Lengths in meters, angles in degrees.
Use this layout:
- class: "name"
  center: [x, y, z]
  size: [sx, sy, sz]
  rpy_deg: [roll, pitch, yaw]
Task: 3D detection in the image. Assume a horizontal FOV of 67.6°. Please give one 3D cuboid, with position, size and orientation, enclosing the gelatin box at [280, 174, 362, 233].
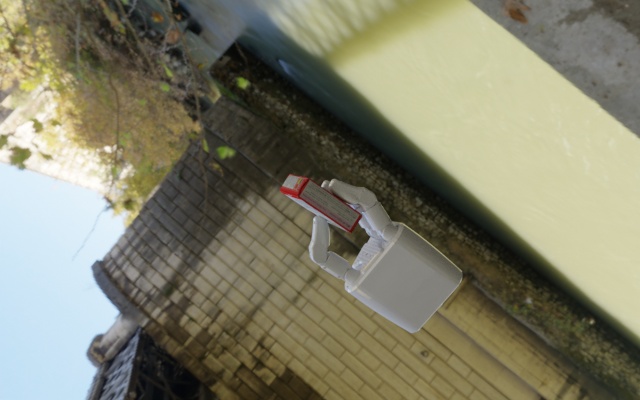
- class: "gelatin box"
  center: [0.000, 0.002, 0.604]
  size: [0.089, 0.030, 0.073]
  rpy_deg: [34, -5, -22]
